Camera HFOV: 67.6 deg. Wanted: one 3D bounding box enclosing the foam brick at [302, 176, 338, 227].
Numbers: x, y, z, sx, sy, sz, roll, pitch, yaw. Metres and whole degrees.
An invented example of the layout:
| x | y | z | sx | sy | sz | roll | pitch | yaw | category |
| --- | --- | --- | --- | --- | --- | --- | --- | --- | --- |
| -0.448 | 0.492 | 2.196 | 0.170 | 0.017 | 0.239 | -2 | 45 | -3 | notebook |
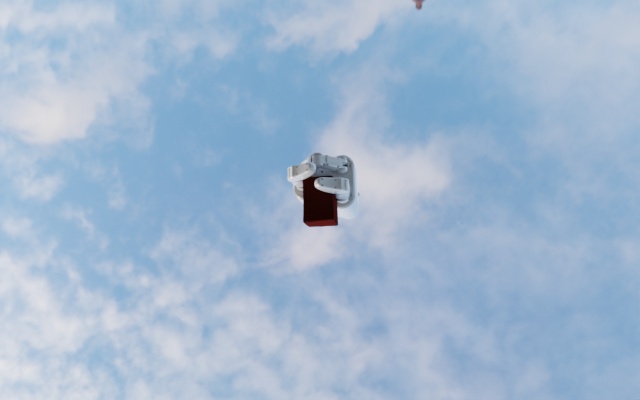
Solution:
| x | y | z | sx | sy | sz | roll | pitch | yaw | category |
| --- | --- | --- | --- | --- | --- | --- | --- | --- | --- |
| 0.000 | 0.003 | 0.799 | 0.053 | 0.078 | 0.051 | -3 | -16 | 9 | foam brick |
